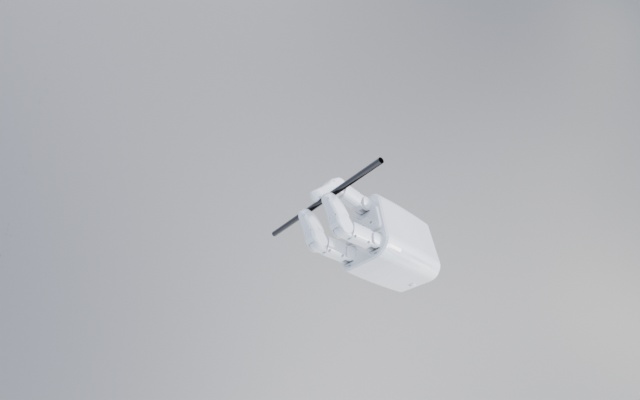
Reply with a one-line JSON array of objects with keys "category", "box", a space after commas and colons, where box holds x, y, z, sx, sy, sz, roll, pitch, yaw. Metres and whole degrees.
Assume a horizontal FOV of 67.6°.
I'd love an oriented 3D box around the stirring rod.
[{"category": "stirring rod", "box": [0.000, 0.002, 0.636, 0.011, 0.011, 0.240, 0, -24, -39]}]
